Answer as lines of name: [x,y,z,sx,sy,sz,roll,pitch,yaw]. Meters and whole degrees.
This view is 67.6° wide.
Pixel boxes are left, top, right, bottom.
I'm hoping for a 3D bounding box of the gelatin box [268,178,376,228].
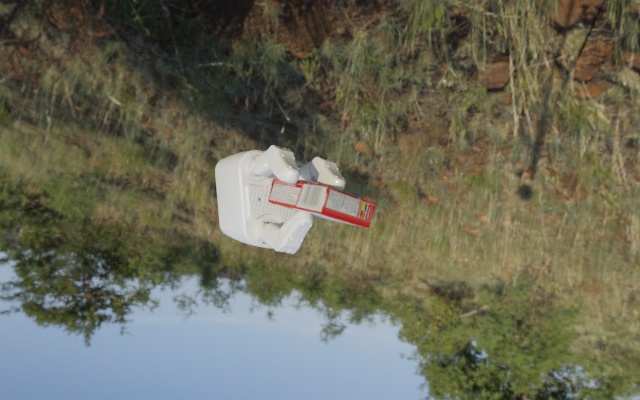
gelatin box: [0.000,0.002,0.501,0.073,0.030,0.089,19,-5,-42]
